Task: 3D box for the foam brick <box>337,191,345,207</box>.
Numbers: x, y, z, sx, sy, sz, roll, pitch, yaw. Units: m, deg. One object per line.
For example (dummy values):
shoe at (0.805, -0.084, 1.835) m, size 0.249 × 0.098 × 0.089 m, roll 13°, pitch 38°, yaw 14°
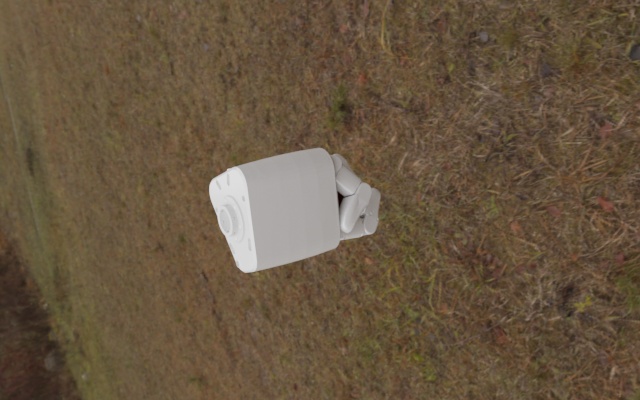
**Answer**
foam brick at (0.000, 0.002, 0.586) m, size 0.051 × 0.053 × 0.078 m, roll -15°, pitch -1°, yaw -34°
